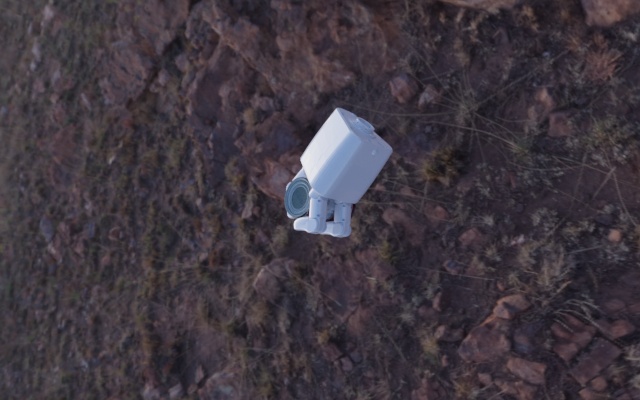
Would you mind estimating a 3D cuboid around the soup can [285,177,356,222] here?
[{"bbox_3d":[0.000,0.003,0.788,0.102,0.068,0.068,12,-8,-44],"label":"soup can"}]
